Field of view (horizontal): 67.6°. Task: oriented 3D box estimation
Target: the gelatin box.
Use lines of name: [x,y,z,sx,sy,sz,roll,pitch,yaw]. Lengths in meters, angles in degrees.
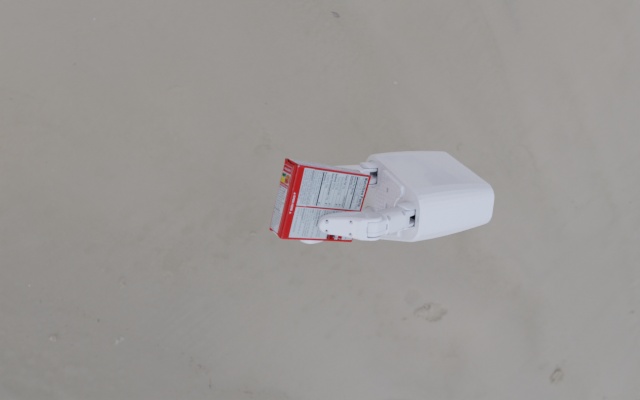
gelatin box: [0.000,0.002,0.471,0.089,0.073,0.030,5,15,-34]
